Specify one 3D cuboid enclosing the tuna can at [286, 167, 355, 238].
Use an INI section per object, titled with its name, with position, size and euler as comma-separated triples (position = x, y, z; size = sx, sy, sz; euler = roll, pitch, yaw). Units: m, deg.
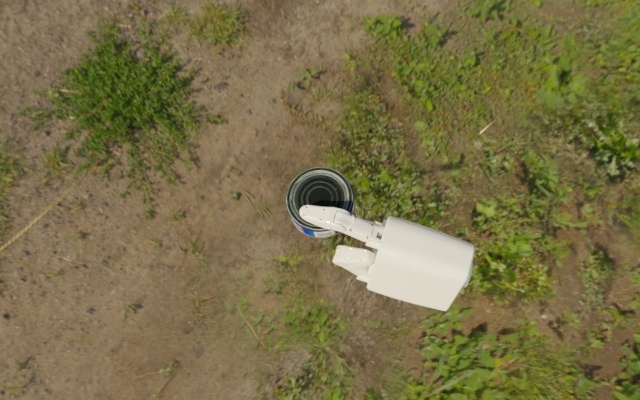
[tuna can]
position = 0.000, 0.002, 0.598
size = 0.086, 0.086, 0.034
euler = 0, -19, 6
